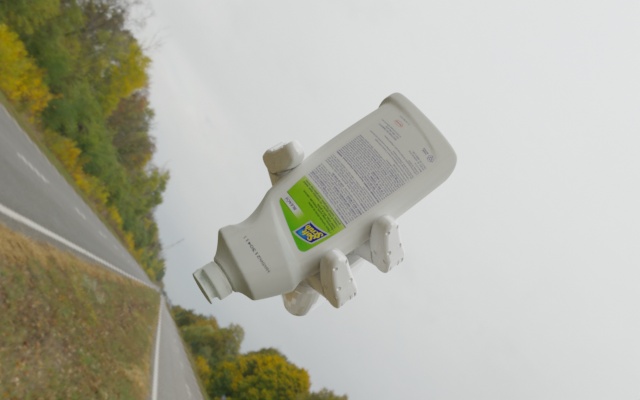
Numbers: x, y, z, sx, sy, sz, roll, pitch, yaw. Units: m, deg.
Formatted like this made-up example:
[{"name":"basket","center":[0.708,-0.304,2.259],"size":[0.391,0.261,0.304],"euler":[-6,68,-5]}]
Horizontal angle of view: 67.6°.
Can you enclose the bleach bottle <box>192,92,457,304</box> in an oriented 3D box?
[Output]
[{"name":"bleach bottle","center":[0.000,0.001,0.423],"size":[0.251,0.102,0.068],"euler":[-32,-19,-21]}]
